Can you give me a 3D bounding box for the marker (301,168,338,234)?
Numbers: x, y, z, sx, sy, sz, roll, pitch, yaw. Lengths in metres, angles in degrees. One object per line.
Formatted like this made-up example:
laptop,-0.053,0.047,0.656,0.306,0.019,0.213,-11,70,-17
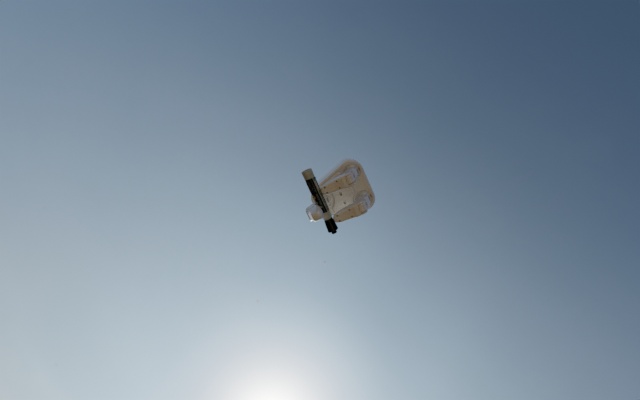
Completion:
marker,0.000,0.003,0.821,0.020,0.121,0.020,-24,11,5
